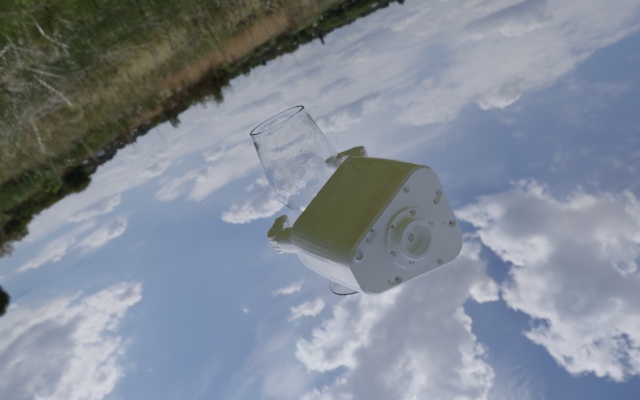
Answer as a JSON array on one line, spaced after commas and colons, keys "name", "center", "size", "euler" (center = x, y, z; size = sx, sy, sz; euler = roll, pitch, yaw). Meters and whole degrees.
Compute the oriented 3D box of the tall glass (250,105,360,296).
[{"name": "tall glass", "center": [0.000, 0.002, 0.513], "size": [0.079, 0.201, 0.079], "euler": [-25, 20, 10]}]
